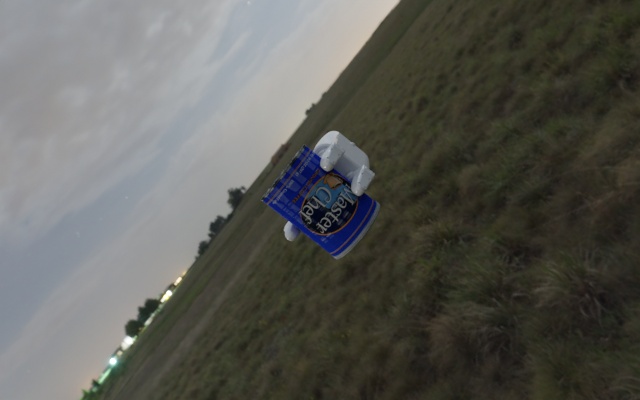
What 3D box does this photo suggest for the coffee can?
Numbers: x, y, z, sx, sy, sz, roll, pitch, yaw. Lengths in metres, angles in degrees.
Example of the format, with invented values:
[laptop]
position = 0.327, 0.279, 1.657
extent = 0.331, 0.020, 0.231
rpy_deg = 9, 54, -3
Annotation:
[coffee can]
position = 0.000, 0.002, 0.688
extent = 0.140, 0.103, 0.103
rpy_deg = 38, -6, -7
